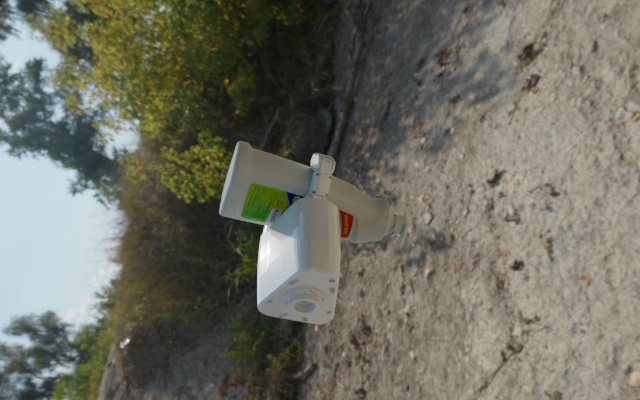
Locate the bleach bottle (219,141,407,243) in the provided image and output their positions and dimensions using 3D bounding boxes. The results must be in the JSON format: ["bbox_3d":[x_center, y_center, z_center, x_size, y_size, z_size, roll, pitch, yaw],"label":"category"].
[{"bbox_3d":[0.000,0.002,0.636,0.251,0.068,0.103,14,-47,-15],"label":"bleach bottle"}]
